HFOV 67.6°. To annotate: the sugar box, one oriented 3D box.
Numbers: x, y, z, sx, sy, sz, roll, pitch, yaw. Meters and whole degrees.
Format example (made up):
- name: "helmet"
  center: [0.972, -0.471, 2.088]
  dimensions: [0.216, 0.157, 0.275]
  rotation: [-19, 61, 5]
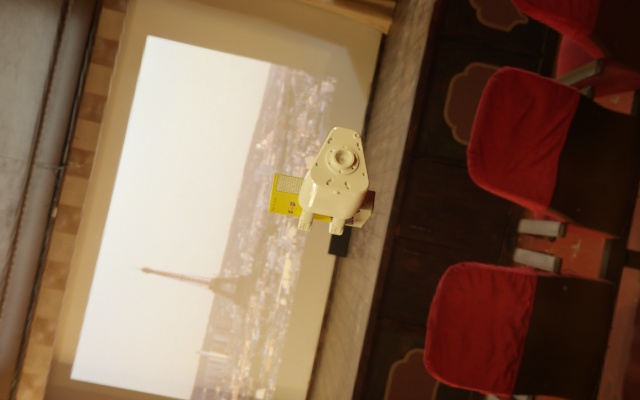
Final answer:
- name: "sugar box"
  center: [0.000, 0.003, 0.845]
  dimensions: [0.176, 0.048, 0.093]
  rotation: [12, -23, -4]
